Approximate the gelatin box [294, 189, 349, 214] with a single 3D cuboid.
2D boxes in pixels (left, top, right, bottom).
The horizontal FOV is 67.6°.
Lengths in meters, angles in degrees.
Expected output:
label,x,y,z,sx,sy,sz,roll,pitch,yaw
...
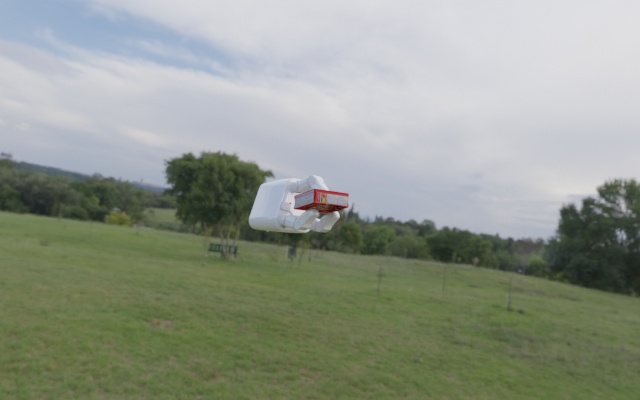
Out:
label,x,y,z,sx,sy,sz,roll,pitch,yaw
gelatin box,0.000,0.002,0.899,0.073,0.030,0.089,8,-13,-28
